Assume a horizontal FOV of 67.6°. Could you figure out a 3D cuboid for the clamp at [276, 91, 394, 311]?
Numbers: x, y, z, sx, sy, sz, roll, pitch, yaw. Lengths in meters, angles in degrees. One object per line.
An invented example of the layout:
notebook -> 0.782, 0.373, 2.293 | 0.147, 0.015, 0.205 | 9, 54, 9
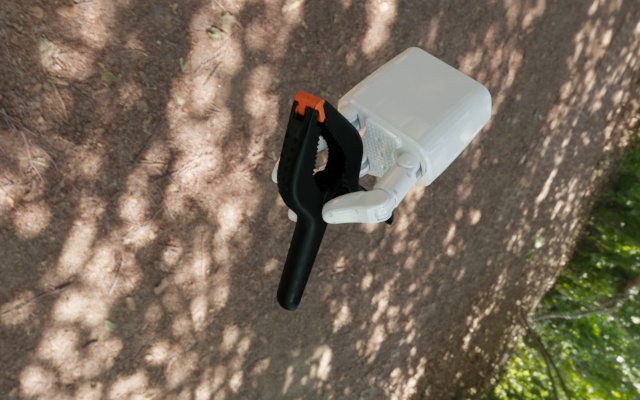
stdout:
clamp -> 0.001, 0.001, 0.443 | 0.036, 0.210, 0.164 | 29, 62, 36
